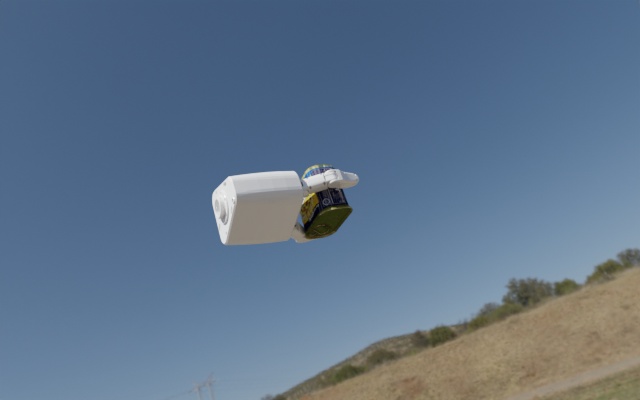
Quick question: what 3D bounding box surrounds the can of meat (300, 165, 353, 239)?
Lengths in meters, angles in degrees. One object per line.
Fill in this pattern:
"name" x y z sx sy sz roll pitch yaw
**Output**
"can of meat" 0.000 0.002 0.776 0.057 0.084 0.102 -6 -28 -26
